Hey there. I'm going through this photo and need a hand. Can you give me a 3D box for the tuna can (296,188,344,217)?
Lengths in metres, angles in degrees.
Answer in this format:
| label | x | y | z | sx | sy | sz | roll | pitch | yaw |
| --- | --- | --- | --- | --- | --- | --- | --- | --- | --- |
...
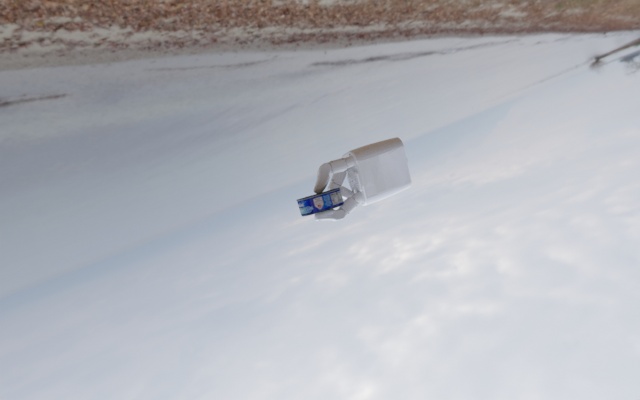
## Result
| label | x | y | z | sx | sy | sz | roll | pitch | yaw |
| --- | --- | --- | --- | --- | --- | --- | --- | --- | --- |
| tuna can | 0.000 | 0.004 | 0.900 | 0.086 | 0.034 | 0.086 | -16 | 2 | 1 |
